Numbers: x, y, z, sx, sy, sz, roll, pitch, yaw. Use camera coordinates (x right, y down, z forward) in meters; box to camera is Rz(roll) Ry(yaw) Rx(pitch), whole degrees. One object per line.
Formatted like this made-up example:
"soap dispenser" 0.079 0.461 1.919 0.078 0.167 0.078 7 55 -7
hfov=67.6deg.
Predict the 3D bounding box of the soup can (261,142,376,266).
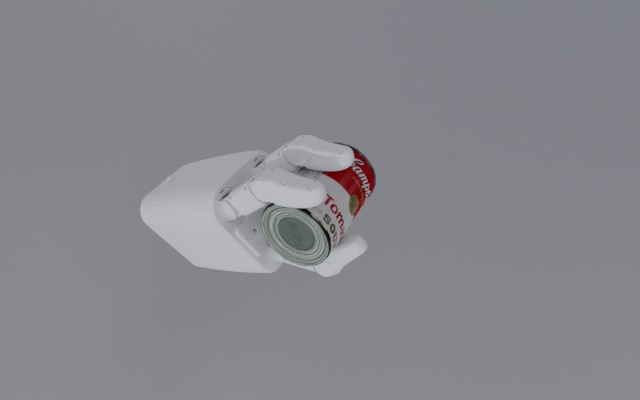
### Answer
"soup can" 0.000 0.002 0.429 0.068 0.068 0.102 0 34 33
